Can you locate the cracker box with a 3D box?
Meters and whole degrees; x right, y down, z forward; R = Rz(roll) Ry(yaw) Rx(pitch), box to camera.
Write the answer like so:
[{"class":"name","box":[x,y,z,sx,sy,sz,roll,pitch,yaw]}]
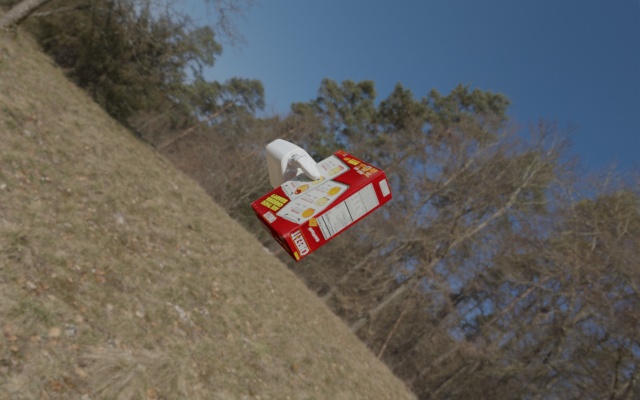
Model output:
[{"class":"cracker box","box":[0.000,0.003,0.885,0.213,0.072,0.164,-33,31,-13]}]
